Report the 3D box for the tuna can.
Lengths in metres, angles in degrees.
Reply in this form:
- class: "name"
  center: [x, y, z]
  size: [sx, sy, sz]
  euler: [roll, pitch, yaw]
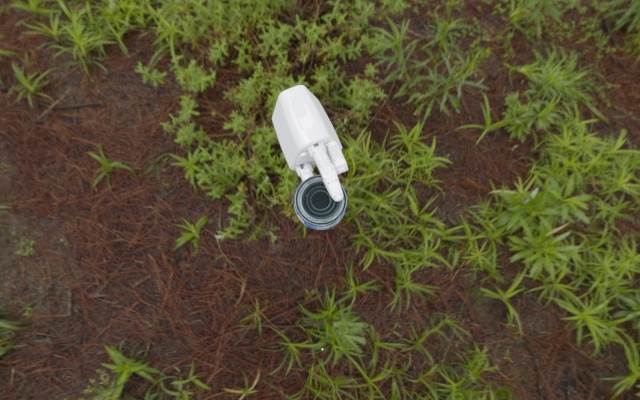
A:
- class: "tuna can"
  center: [0.000, 0.002, 0.766]
  size: [0.086, 0.086, 0.034]
  euler: [0, -12, -2]
